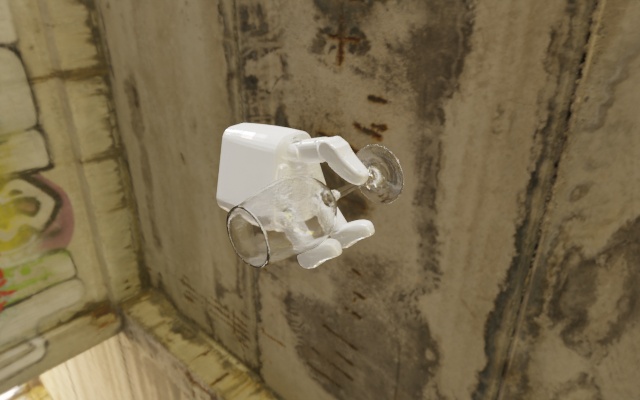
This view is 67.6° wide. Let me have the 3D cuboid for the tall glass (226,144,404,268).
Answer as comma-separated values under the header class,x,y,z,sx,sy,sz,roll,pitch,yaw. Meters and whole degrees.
class,x,y,z,sx,sy,sz,roll,pitch,yaw
tall glass,0.001,0.001,0.503,0.079,0.079,0.201,0,19,46
